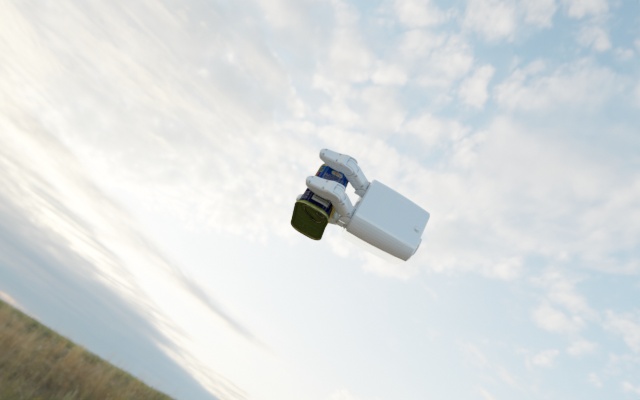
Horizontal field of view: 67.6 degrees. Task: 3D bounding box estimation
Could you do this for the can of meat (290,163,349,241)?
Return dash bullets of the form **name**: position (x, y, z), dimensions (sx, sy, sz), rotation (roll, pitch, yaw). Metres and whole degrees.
- **can of meat**: position (0.000, 0.002, 0.751), dimensions (0.057, 0.084, 0.102), rotation (28, -29, 6)
